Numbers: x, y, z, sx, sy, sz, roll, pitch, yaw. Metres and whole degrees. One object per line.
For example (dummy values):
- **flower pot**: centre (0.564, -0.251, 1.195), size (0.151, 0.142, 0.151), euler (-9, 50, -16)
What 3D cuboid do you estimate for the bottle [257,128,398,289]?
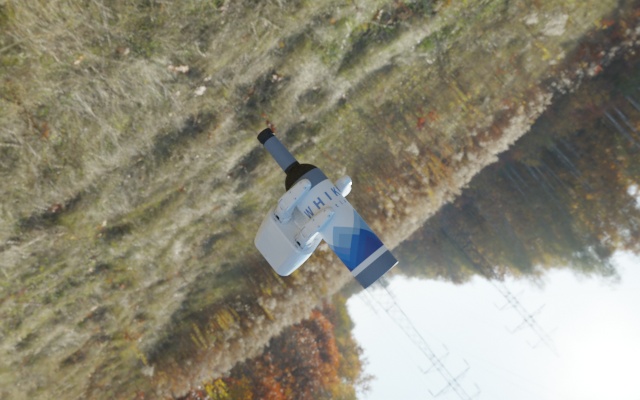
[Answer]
- **bottle**: centre (0.000, 0.003, 0.749), size (0.069, 0.295, 0.069), euler (-38, -10, -8)
